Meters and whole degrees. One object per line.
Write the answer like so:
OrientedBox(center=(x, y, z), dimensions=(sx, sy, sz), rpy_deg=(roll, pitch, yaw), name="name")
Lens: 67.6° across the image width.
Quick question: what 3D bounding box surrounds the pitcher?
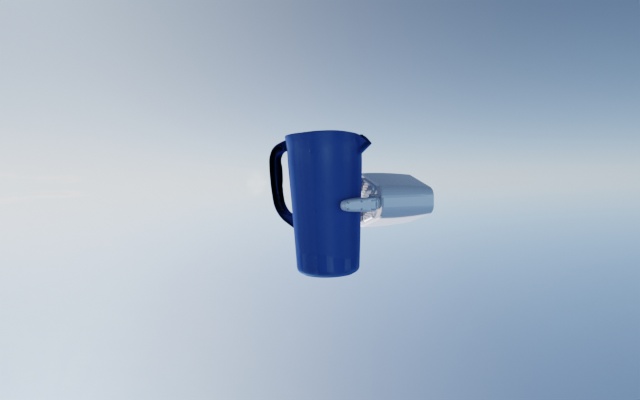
OrientedBox(center=(0.000, 0.003, 0.818), dimensions=(0.145, 0.243, 0.149), rpy_deg=(-3, 3, -21), name="pitcher")
